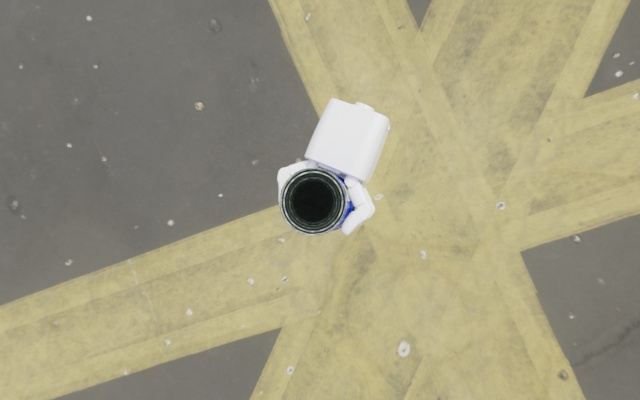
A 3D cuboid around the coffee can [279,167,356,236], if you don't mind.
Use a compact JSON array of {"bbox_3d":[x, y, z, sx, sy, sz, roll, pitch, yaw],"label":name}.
[{"bbox_3d":[0.000,0.003,0.775,0.103,0.103,0.140,0,0,10],"label":"coffee can"}]
